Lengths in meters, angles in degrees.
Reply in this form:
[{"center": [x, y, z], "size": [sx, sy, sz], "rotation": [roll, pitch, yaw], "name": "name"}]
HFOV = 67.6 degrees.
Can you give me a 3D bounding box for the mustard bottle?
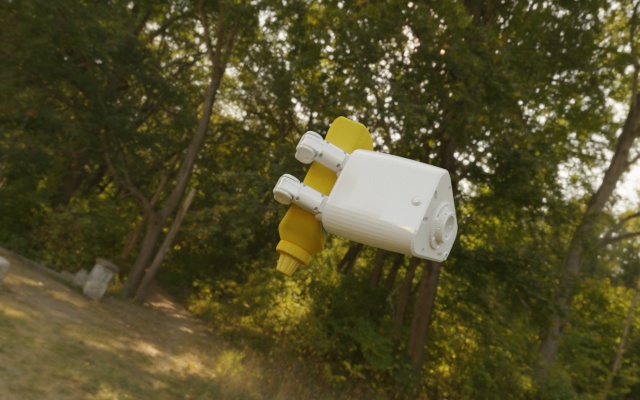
[{"center": [0.000, 0.002, 0.570], "size": [0.058, 0.191, 0.096], "rotation": [24, -16, 12], "name": "mustard bottle"}]
